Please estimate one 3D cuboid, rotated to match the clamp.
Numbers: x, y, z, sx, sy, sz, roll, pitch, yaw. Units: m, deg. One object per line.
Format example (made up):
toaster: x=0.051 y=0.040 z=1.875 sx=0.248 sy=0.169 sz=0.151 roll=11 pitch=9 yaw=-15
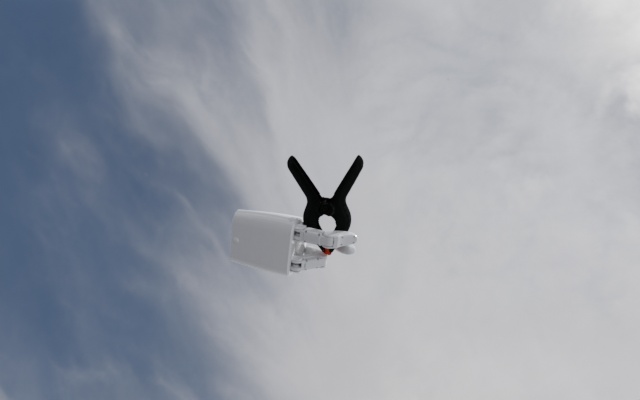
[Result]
clamp: x=0.000 y=0.003 z=0.774 sx=0.120 sy=0.171 sz=0.039 roll=10 pitch=16 yaw=12
